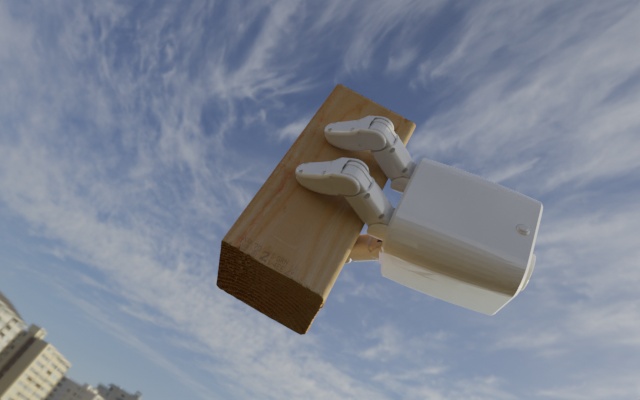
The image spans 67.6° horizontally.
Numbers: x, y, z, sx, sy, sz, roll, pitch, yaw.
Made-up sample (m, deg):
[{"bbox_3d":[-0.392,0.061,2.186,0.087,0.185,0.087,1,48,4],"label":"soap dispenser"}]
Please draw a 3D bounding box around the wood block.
[{"bbox_3d":[0.000,0.002,0.437,0.090,0.206,0.091,28,-35,5],"label":"wood block"}]
